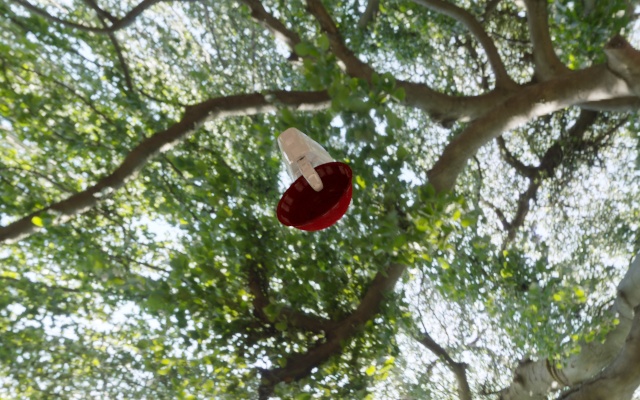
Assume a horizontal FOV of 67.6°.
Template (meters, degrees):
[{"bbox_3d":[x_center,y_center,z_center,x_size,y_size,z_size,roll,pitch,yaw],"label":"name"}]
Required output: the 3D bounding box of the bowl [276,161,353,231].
[{"bbox_3d":[0.000,0.004,0.878,0.162,0.162,0.055,0,-43,45],"label":"bowl"}]
